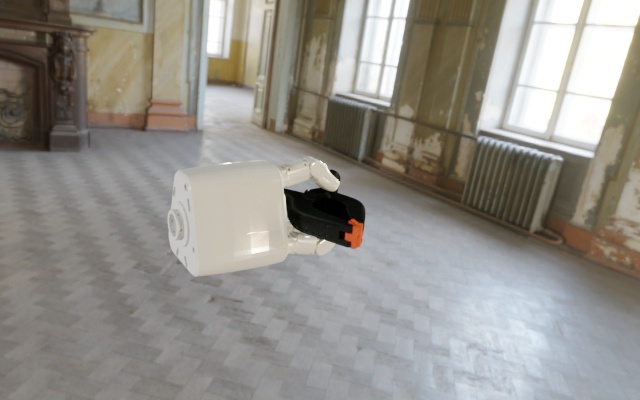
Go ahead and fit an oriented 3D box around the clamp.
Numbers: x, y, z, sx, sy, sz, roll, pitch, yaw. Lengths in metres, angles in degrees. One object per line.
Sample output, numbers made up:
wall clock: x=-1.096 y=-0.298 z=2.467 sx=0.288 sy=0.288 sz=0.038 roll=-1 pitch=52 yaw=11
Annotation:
clamp: x=0.000 y=0.001 z=0.602 sx=0.164 sy=0.036 sz=0.210 roll=-11 pitch=25 yaw=-33
